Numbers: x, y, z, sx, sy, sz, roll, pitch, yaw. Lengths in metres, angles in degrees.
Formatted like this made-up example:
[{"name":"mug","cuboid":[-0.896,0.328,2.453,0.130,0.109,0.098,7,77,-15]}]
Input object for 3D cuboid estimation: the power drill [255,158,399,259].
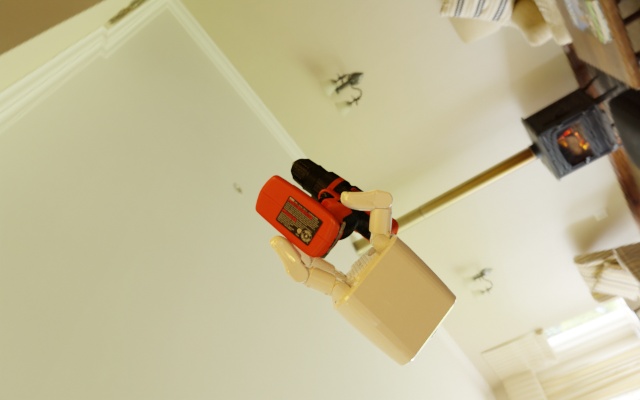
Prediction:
[{"name":"power drill","cuboid":[0.000,0.002,0.615,0.184,0.057,0.187,36,20,20]}]
